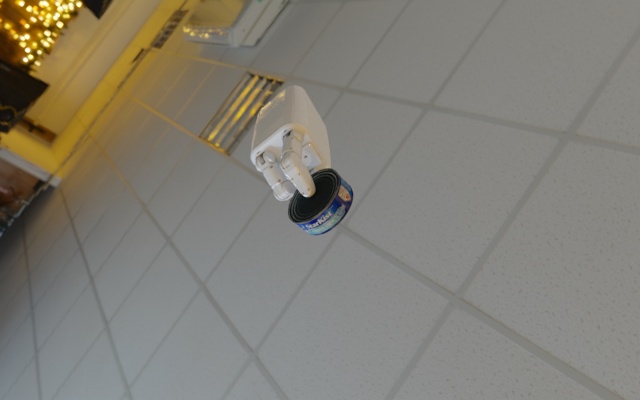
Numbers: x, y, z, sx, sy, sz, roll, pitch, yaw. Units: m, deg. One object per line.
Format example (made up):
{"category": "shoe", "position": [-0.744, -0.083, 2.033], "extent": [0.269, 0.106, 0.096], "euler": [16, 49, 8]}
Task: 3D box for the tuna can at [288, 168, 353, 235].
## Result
{"category": "tuna can", "position": [0.000, 0.002, 0.619], "extent": [0.034, 0.086, 0.086], "euler": [41, -25, -32]}
